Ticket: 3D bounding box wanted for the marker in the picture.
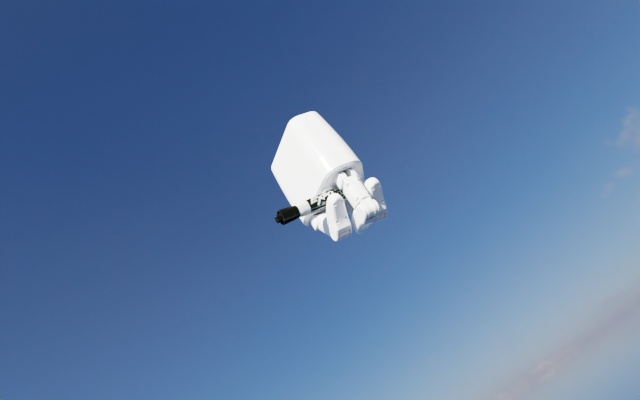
[{"bbox_3d":[0.000,0.002,0.578,0.121,0.020,0.020,-22,9,-23],"label":"marker"}]
